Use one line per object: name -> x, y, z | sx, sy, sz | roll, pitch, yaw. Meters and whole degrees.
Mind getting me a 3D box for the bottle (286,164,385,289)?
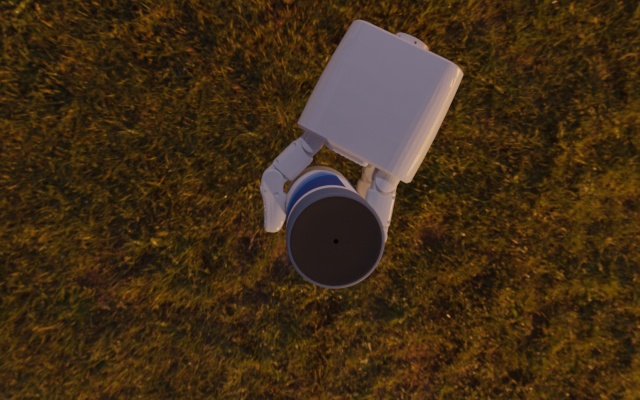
bottle -> 0.000, 0.002, 0.462 | 0.069, 0.069, 0.295 | 0, 10, -4
